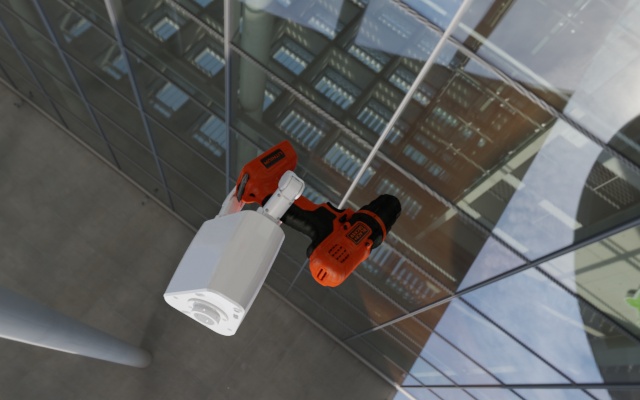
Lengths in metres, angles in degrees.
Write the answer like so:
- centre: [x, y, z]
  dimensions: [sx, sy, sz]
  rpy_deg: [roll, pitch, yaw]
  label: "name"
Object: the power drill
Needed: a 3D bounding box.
- centre: [0.000, 0.002, 0.617]
  dimensions: [0.187, 0.057, 0.184]
  rpy_deg: [37, 42, 13]
  label: "power drill"
